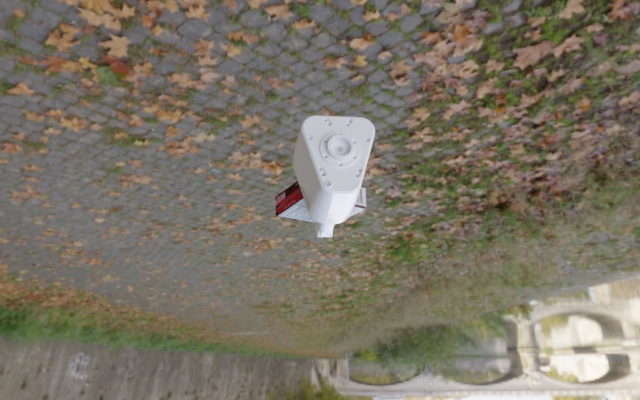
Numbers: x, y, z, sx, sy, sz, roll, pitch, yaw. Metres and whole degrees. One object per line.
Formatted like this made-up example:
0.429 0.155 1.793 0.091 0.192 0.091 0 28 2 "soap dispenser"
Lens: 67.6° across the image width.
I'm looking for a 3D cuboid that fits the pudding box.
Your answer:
0.000 0.003 0.727 0.113 0.039 0.090 14 -27 -32 "pudding box"
